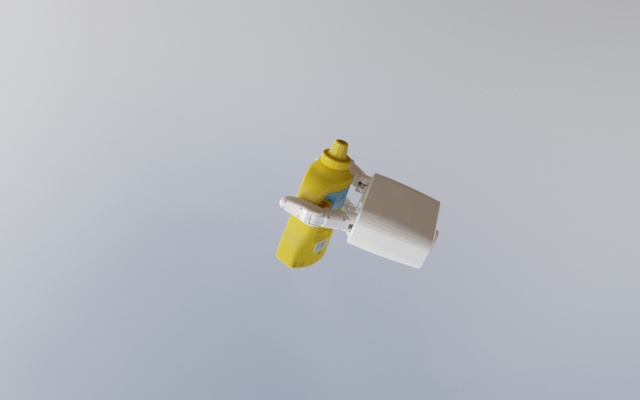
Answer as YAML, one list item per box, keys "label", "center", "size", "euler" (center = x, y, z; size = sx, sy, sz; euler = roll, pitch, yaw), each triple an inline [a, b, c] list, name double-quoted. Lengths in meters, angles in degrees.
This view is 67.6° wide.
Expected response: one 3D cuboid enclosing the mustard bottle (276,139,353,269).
- label: "mustard bottle"
  center: [0.000, 0.002, 0.677]
  size: [0.058, 0.192, 0.096]
  euler: [34, 31, 24]
